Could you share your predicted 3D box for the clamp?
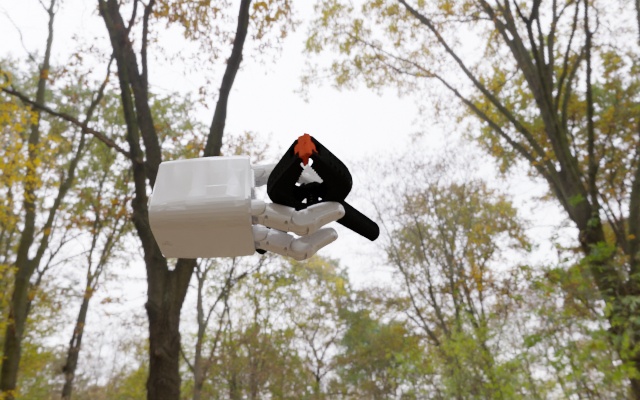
[{"bbox_3d":[0.000,0.001,0.551,0.164,0.036,0.210,-4,-34,-7],"label":"clamp"}]
